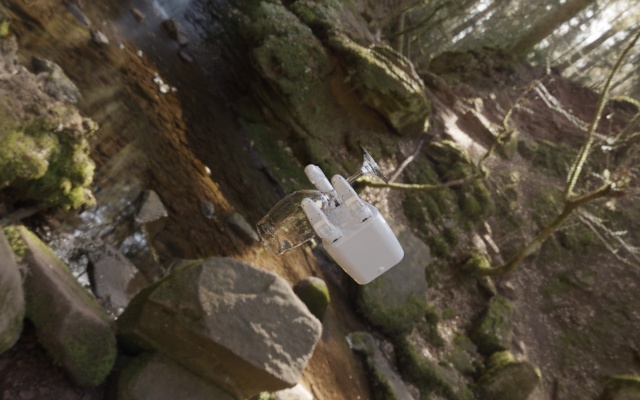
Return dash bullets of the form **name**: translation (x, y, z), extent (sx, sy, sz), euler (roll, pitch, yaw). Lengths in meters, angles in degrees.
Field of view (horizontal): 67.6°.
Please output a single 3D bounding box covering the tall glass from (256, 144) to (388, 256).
- **tall glass**: translation (0.001, 0.002, 0.726), extent (0.201, 0.079, 0.079), euler (-35, -4, 5)
